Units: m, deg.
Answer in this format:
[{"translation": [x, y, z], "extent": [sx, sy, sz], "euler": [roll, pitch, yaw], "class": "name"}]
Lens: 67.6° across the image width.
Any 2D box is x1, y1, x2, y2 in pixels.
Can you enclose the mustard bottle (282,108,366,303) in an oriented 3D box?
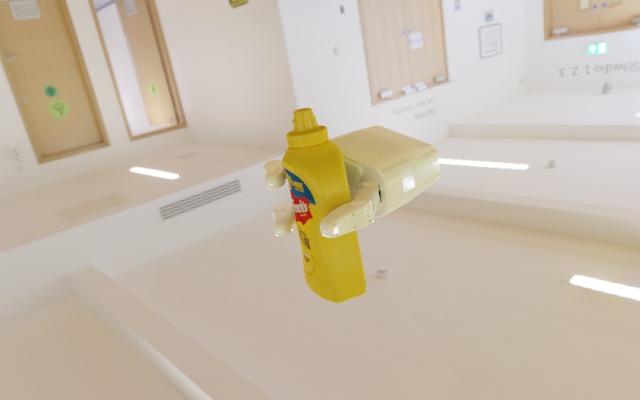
[{"translation": [0.000, 0.002, 0.488], "extent": [0.058, 0.192, 0.096], "euler": [-16, 19, -16], "class": "mustard bottle"}]
